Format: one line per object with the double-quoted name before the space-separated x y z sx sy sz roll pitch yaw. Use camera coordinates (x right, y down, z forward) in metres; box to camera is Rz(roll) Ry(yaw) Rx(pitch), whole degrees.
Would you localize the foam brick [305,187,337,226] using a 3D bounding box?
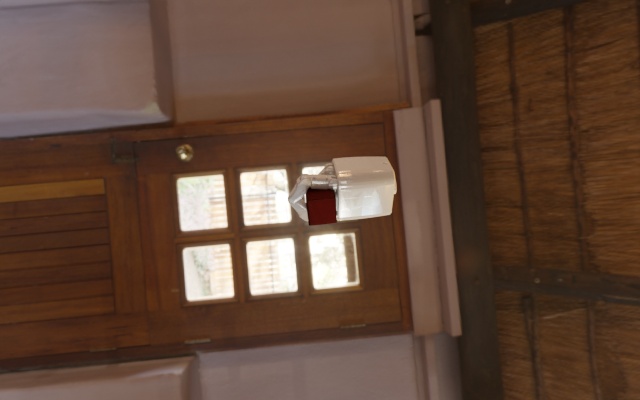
"foam brick" 0.000 0.003 0.869 0.051 0.053 0.078 -4 28 -3
